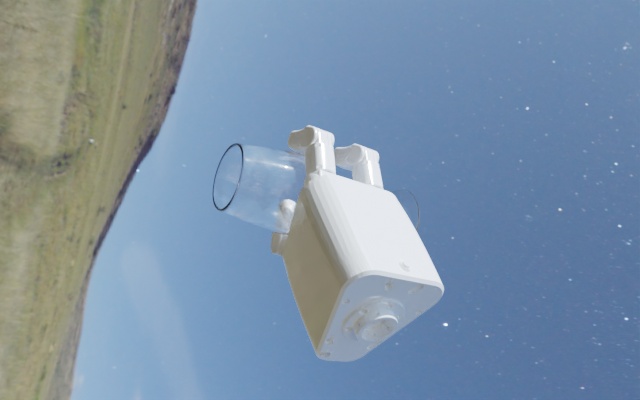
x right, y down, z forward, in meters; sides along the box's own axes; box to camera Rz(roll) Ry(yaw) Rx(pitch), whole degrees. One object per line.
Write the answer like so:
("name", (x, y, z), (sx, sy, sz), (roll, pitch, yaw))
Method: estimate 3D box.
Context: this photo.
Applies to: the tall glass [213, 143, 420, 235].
("tall glass", (0.001, 0.002, 0.469), (0.201, 0.079, 0.079), (15, -8, -31))
